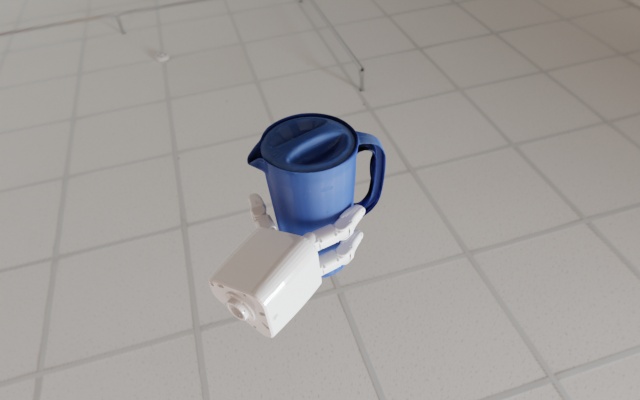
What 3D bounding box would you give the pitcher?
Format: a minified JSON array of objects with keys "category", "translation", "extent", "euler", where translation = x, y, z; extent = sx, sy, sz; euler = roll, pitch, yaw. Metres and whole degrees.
[{"category":"pitcher","translation":[0.000,0.002,0.709],"extent":[0.149,0.243,0.145],"euler":[23,50,26]}]
